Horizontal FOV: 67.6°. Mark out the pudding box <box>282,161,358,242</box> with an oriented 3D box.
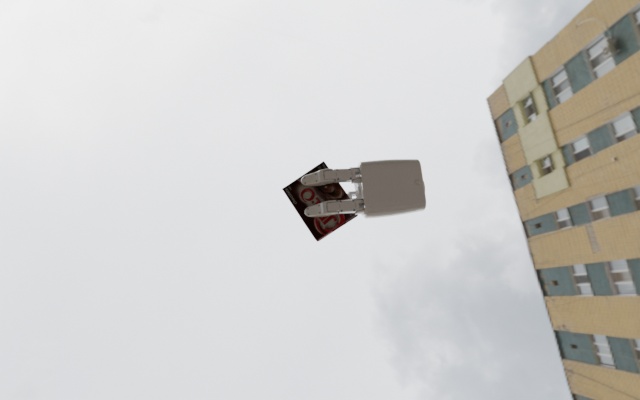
[{"bbox_3d":[0.000,0.003,0.843,0.090,0.113,0.039,-34,-10,-4],"label":"pudding box"}]
